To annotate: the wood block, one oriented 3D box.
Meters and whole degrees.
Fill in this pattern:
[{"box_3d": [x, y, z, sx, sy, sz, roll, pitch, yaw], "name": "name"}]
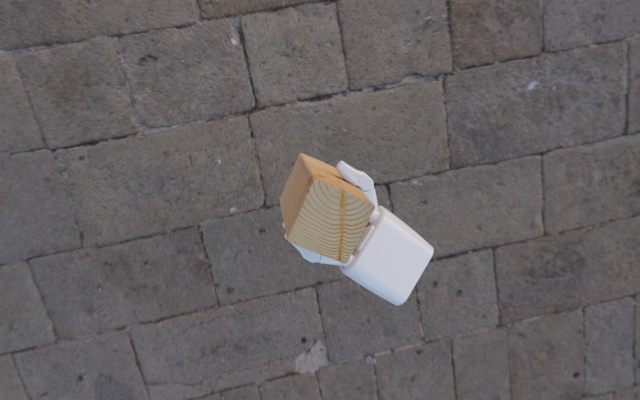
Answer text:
[{"box_3d": [0.001, 0.002, 0.706, 0.090, 0.091, 0.206, 23, 10, -13], "name": "wood block"}]
